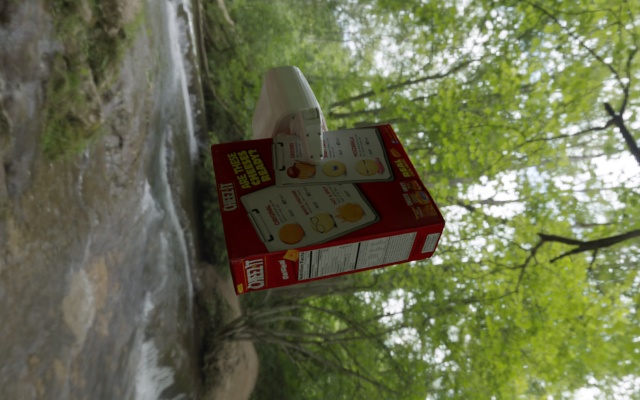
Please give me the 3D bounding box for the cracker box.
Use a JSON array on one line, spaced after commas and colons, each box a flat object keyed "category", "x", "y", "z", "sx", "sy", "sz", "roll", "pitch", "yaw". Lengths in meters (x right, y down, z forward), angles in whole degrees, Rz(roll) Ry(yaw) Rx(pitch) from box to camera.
[{"category": "cracker box", "x": 0.000, "y": 0.002, "z": 0.519, "sx": 0.213, "sy": 0.164, "sz": 0.072, "roll": -9, "pitch": -42, "yaw": -12}]
